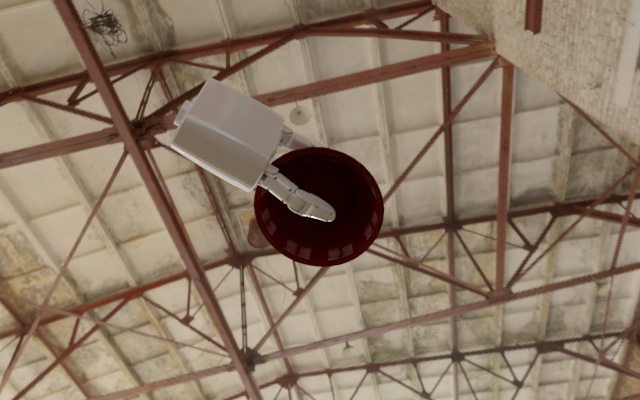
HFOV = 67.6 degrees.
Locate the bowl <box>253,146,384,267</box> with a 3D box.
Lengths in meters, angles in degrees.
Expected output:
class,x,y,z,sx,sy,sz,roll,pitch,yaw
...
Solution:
class,x,y,z,sx,sy,sz,roll,pitch,yaw
bowl,0.001,0.003,0.608,0.162,0.162,0.055,0,23,8
